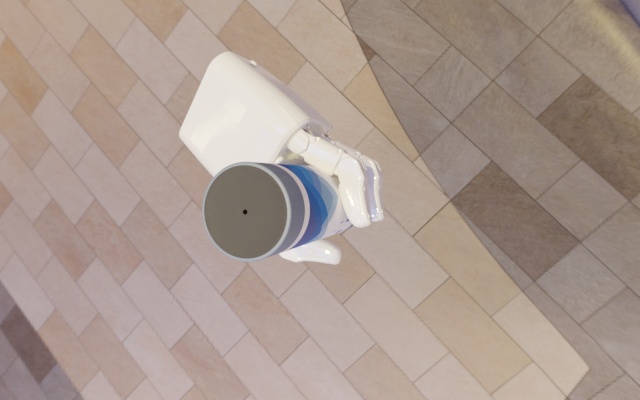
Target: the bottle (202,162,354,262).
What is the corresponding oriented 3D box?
[{"bbox_3d":[0.000,0.002,0.452,0.069,0.069,0.295,0,2,20],"label":"bottle"}]
